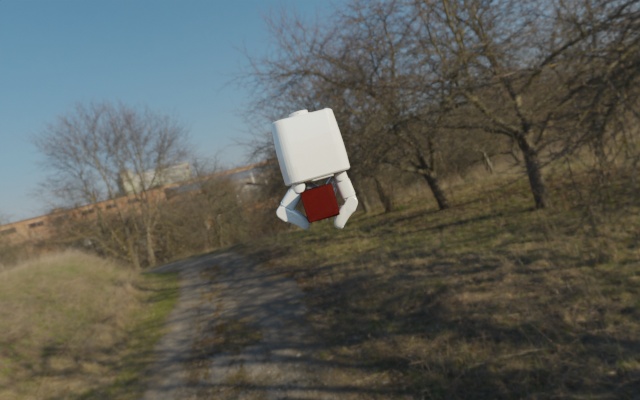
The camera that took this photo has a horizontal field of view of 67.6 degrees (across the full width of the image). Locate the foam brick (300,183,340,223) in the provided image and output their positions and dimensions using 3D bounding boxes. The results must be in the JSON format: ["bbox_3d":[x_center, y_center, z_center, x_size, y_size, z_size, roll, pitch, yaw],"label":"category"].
[{"bbox_3d":[0.000,0.003,0.782,0.053,0.051,0.078,-16,3,2],"label":"foam brick"}]
